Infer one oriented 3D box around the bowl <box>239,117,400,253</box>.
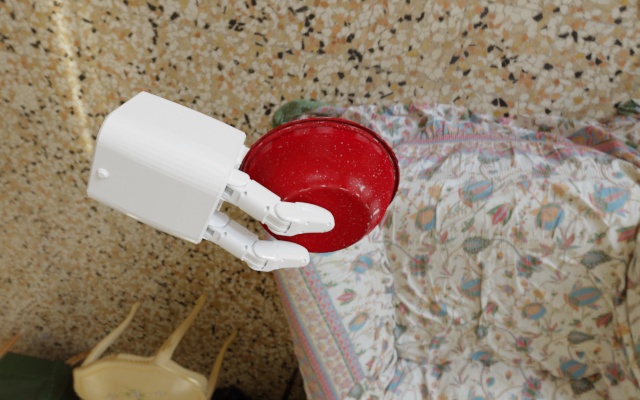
[{"bbox_3d":[0.001,0.002,0.460,0.162,0.162,0.055,-2,45,-2],"label":"bowl"}]
